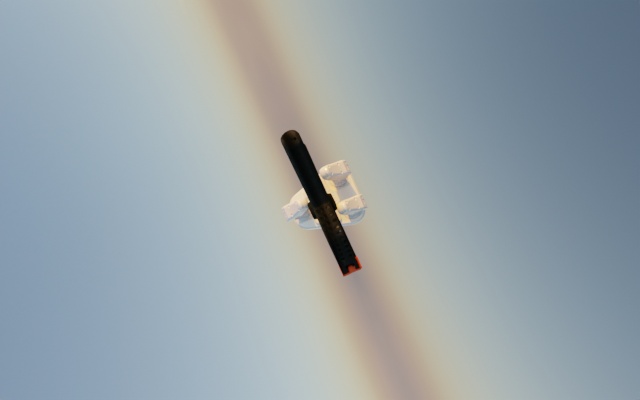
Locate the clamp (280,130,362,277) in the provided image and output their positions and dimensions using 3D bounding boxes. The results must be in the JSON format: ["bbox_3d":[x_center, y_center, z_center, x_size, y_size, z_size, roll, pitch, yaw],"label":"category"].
[{"bbox_3d":[0.000,0.003,0.644,0.036,0.210,0.164,-24,-6,3],"label":"clamp"}]
